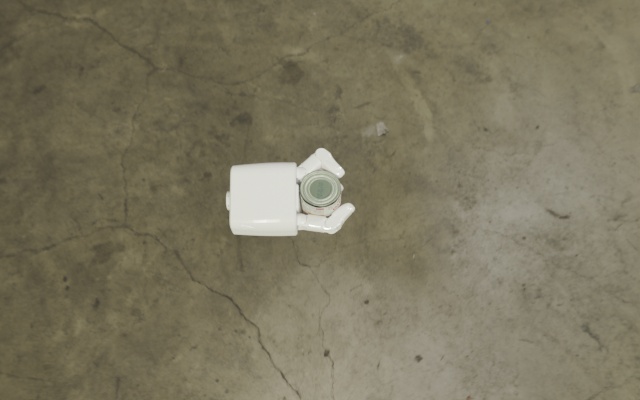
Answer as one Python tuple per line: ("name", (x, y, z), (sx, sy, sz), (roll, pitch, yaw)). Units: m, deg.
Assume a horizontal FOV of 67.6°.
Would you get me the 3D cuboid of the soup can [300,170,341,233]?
("soup can", (0.001, 0.003, 0.795), (0.068, 0.068, 0.102), (0, -27, 0))
